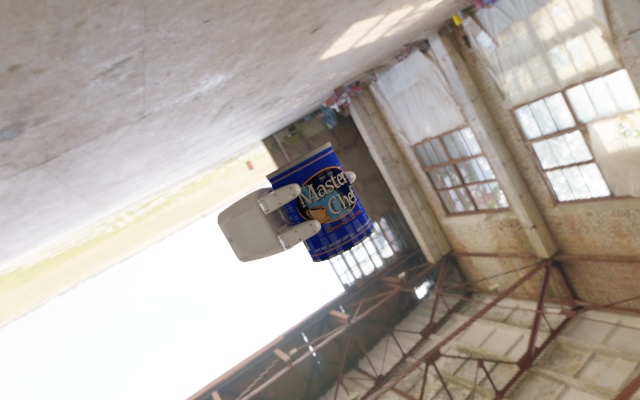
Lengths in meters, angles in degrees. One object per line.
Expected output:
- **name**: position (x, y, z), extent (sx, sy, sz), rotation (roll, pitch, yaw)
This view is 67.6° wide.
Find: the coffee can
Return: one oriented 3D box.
- **coffee can**: position (0.000, 0.002, 0.677), extent (0.103, 0.140, 0.103), rotation (-28, 6, 3)
